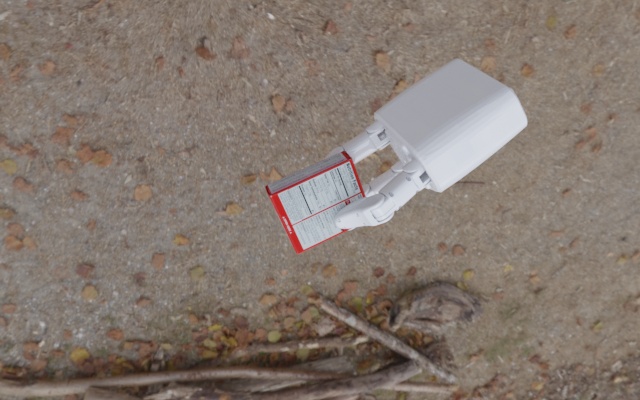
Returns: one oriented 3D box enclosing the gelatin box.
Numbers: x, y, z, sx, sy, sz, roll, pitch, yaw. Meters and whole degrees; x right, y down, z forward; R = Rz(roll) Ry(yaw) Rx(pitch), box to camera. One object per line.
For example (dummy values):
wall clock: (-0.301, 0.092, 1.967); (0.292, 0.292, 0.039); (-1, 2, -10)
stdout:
gelatin box: (0.000, 0.002, 0.479); (0.089, 0.073, 0.030); (-25, 28, -5)
